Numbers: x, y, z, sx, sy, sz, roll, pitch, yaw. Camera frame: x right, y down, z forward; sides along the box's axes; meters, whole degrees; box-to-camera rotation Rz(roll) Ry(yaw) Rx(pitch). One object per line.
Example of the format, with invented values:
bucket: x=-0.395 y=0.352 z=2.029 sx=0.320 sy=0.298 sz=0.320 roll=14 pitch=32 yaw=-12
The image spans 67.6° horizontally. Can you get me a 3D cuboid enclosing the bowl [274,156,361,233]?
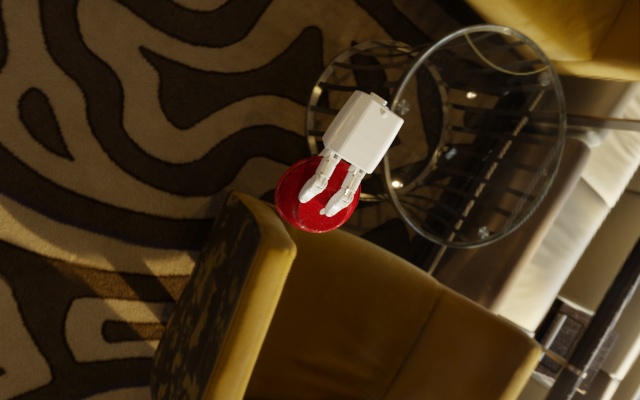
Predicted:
bowl: x=0.000 y=0.004 z=0.858 sx=0.162 sy=0.162 sz=0.055 roll=0 pitch=33 yaw=-12
